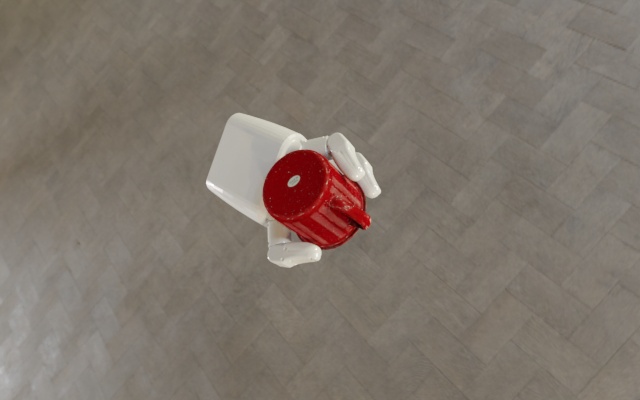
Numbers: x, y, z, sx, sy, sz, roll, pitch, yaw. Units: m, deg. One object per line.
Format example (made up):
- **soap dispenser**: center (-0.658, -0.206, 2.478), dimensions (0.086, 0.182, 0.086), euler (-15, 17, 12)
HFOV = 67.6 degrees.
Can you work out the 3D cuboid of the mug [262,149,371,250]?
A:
- **mug**: center (0.001, 0.002, 0.505), dimensions (0.117, 0.093, 0.081), euler (26, -8, 35)
